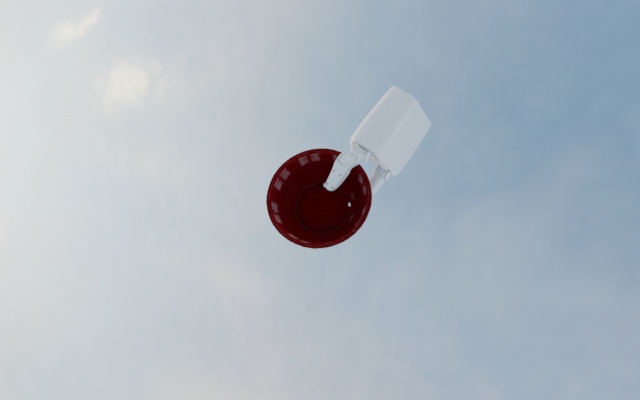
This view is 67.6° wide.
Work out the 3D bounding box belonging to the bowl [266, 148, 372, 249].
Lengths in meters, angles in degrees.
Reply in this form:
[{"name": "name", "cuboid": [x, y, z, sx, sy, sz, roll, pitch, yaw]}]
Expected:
[{"name": "bowl", "cuboid": [-0.001, 0.003, 0.746, 0.162, 0.162, 0.055, 0, -19, 8]}]
